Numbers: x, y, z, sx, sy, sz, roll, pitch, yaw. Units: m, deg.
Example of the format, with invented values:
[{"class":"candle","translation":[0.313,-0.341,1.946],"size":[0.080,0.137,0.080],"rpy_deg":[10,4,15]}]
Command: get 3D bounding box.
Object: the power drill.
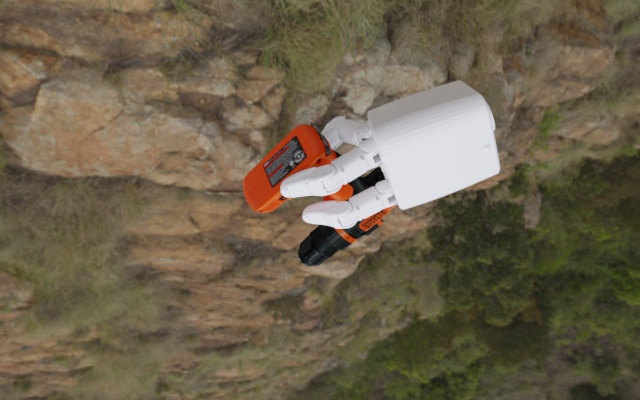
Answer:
[{"class":"power drill","translation":[0.000,0.002,0.566],"size":[0.184,0.057,0.188],"rpy_deg":[-43,-38,17]}]
